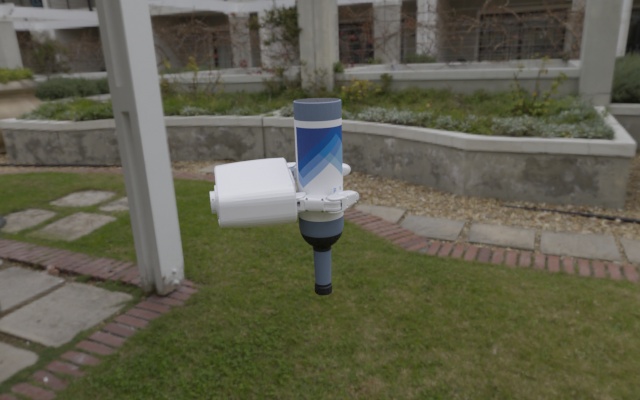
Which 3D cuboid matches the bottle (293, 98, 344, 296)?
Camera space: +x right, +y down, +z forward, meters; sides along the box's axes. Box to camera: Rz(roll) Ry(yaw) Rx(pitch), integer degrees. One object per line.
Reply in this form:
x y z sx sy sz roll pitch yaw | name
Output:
0.000 0.002 0.702 0.069 0.296 0.069 -2 18 1 | bottle
